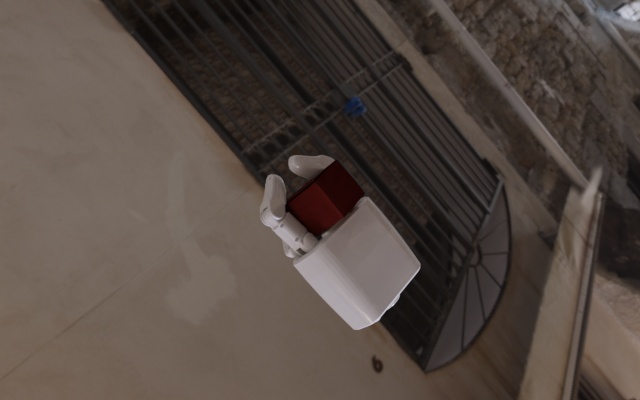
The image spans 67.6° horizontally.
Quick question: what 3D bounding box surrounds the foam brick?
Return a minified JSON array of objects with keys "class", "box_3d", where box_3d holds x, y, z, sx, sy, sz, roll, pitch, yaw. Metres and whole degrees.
[{"class":"foam brick","box_3d":[0.000,0.002,0.530,0.078,0.051,0.053,-37,5,44]}]
